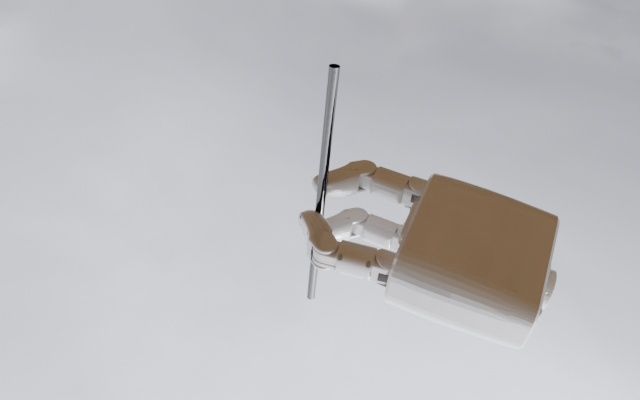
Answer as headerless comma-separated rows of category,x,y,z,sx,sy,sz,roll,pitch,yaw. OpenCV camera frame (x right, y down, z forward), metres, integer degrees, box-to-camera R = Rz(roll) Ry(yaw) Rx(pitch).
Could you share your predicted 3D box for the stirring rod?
stirring rod,0.000,0.001,0.406,0.011,0.240,0.011,4,38,-3
